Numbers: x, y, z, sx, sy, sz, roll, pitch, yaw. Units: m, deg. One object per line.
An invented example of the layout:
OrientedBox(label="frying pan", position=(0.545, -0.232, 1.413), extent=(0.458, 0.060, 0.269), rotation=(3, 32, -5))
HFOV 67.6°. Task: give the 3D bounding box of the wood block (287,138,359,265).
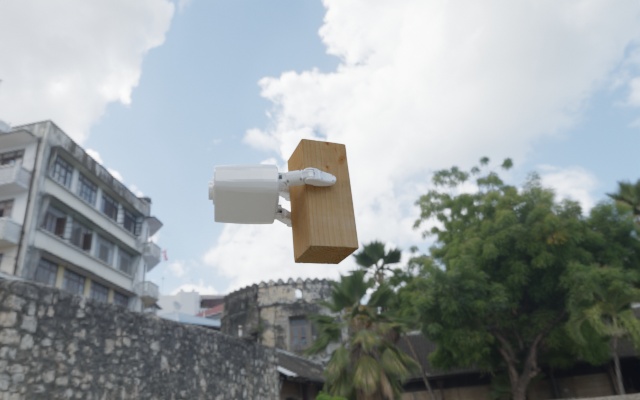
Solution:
OrientedBox(label="wood block", position=(0.000, 0.003, 0.862), extent=(0.090, 0.206, 0.091), rotation=(5, -27, -22))
